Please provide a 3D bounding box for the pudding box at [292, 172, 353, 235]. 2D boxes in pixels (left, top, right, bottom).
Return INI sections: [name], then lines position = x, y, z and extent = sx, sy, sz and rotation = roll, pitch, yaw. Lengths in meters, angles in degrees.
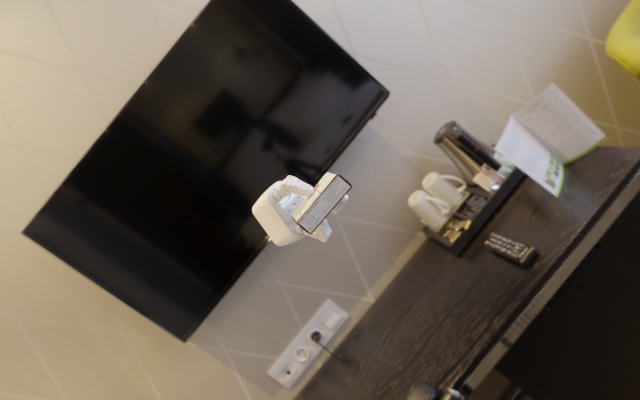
[pudding box]
position = 0.000, 0.003, 0.843
extent = 0.039, 0.113, 0.090
rotation = 39, -1, -11
